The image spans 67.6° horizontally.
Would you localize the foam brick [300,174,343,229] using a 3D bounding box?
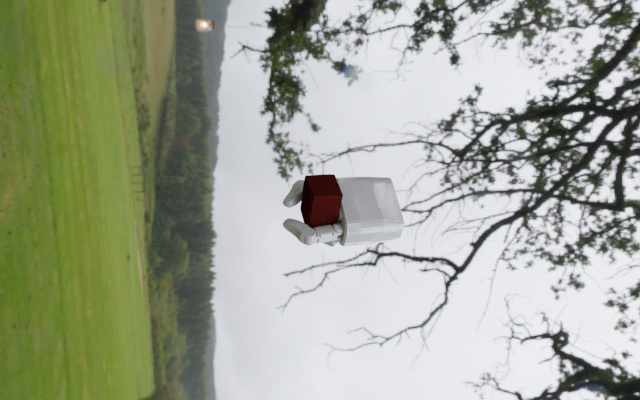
[{"bbox_3d":[0.000,0.002,0.774,0.051,0.078,0.053,-4,45,-15],"label":"foam brick"}]
